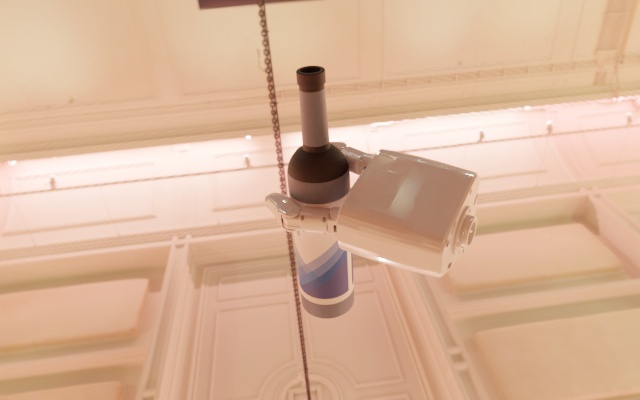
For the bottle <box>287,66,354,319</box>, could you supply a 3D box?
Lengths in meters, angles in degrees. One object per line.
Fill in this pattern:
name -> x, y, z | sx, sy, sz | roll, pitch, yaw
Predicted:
bottle -> 0.000, 0.002, 0.524 | 0.069, 0.296, 0.069 | -3, 33, 2
